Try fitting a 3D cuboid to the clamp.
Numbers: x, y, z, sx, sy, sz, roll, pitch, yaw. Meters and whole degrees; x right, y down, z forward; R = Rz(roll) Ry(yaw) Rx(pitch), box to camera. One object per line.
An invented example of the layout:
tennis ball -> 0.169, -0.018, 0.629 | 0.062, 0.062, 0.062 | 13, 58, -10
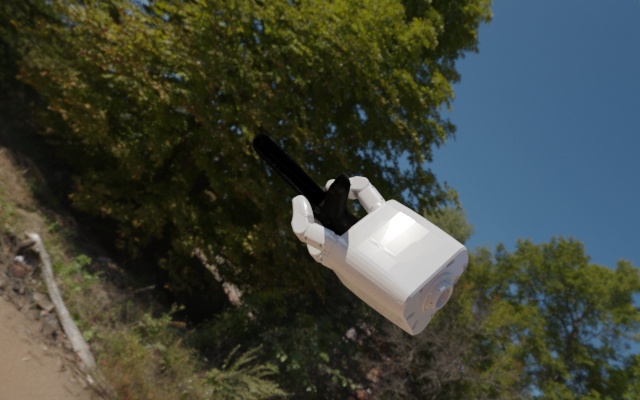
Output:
clamp -> 0.001, 0.002, 0.613 | 0.164, 0.036, 0.210 | 34, -16, 36
